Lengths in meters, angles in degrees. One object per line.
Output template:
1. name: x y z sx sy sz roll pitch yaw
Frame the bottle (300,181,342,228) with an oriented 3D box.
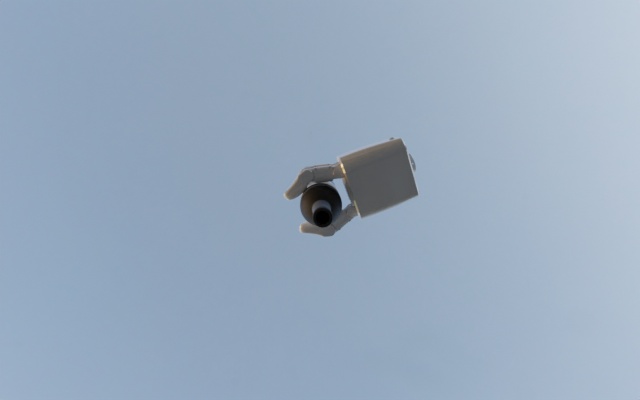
1. bottle: 0.000 0.003 0.783 0.069 0.069 0.295 0 8 -1
